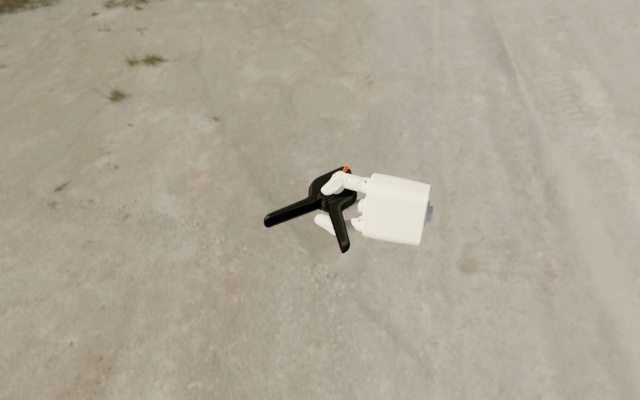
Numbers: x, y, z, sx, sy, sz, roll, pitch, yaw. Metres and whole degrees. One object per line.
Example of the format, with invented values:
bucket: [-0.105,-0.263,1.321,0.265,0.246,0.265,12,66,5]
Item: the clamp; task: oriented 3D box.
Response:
clamp: [0.001,0.002,0.895,0.164,0.036,0.209,13,44,13]
